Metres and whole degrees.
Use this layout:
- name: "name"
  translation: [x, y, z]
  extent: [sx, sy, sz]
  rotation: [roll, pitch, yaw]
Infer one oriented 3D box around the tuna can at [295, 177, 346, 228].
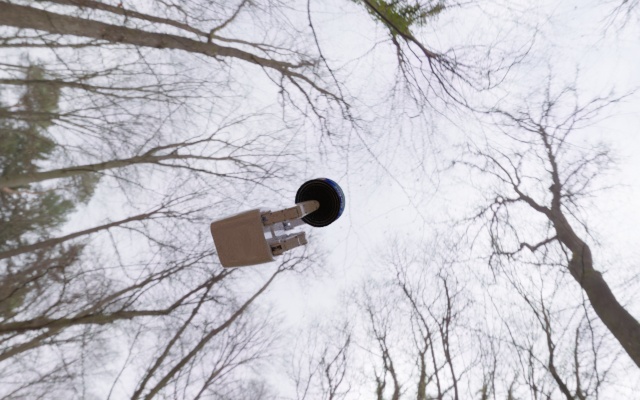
- name: "tuna can"
  translation: [0.000, 0.003, 0.836]
  extent: [0.086, 0.086, 0.033]
  rotation: [0, 10, 23]
